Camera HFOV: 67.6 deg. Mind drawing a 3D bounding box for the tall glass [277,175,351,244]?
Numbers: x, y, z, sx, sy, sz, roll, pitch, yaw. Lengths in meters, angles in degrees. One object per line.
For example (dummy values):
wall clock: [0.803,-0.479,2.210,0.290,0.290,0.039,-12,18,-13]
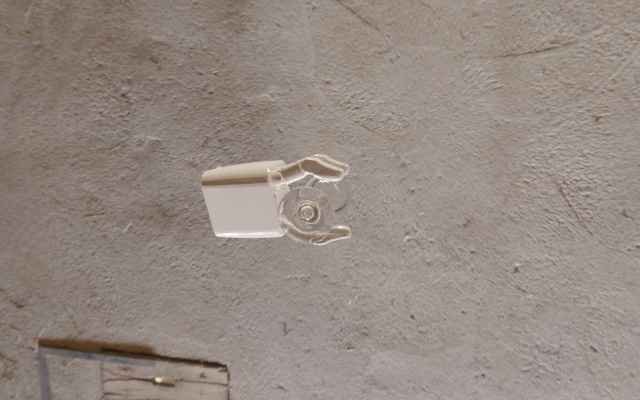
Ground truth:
tall glass: [0.000,0.002,0.696,0.079,0.079,0.201,0,10,12]
